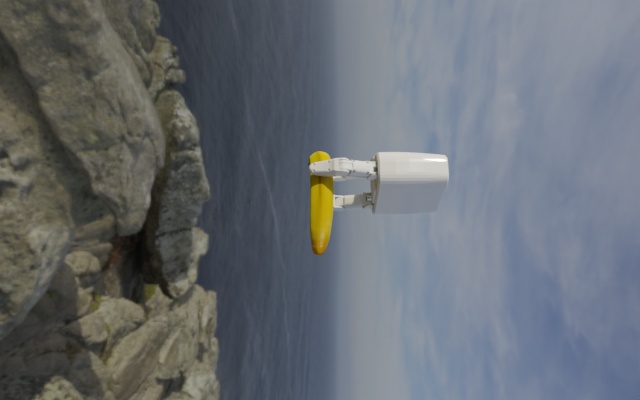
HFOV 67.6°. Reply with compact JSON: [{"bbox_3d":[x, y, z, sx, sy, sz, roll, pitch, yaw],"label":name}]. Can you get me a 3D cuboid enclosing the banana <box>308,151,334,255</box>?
[{"bbox_3d":[0.001,-0.012,0.737,0.037,0.197,0.070,1,-41,-3],"label":"banana"}]
